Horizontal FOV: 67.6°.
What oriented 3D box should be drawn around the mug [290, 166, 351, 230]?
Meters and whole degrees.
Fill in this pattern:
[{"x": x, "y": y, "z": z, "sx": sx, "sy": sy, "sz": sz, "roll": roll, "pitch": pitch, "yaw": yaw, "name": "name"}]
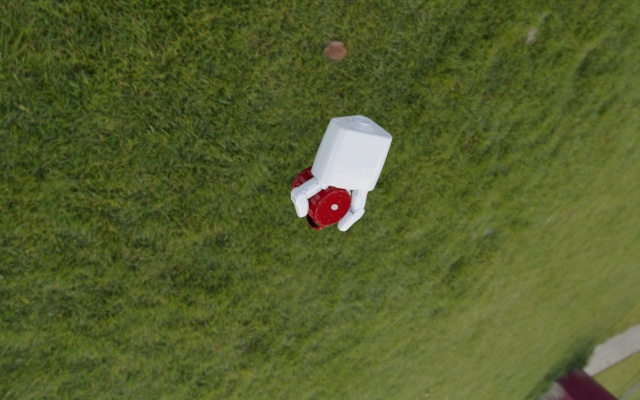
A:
[{"x": 0.000, "y": 0.004, "z": 0.894, "sx": 0.093, "sy": 0.117, "sz": 0.081, "roll": -3, "pitch": 35, "yaw": -35, "name": "mug"}]
